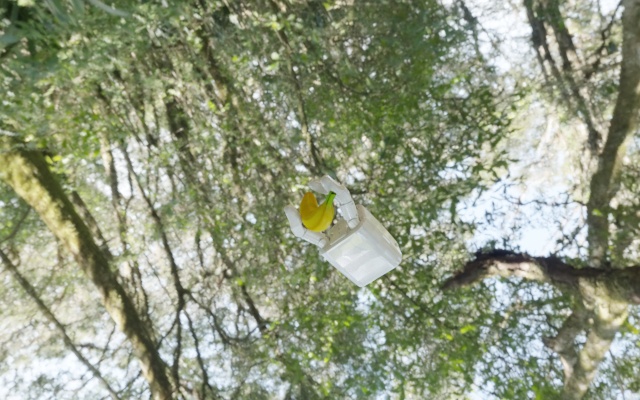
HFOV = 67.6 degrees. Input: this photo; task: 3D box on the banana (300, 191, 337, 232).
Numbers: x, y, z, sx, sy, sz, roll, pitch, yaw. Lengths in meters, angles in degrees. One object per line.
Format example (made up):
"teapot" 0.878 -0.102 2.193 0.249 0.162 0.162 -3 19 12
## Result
"banana" -0.007 0.019 0.837 0.037 0.069 0.198 27 -6 -14
